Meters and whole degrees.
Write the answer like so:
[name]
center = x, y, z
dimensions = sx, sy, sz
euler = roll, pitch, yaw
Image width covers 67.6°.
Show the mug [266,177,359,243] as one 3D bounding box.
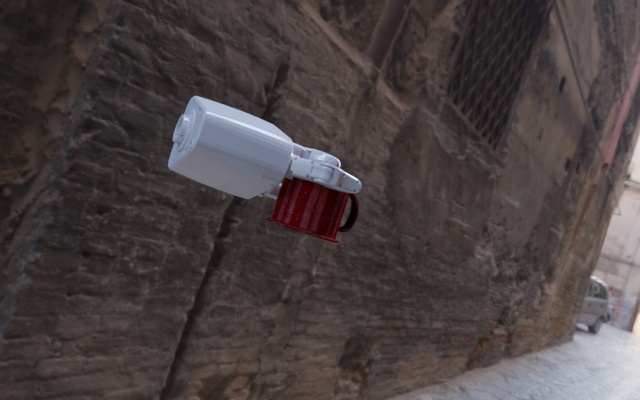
[mug]
center = 0.001, 0.002, 0.584
dimensions = 0.117, 0.081, 0.093
euler = 19, -2, -30
